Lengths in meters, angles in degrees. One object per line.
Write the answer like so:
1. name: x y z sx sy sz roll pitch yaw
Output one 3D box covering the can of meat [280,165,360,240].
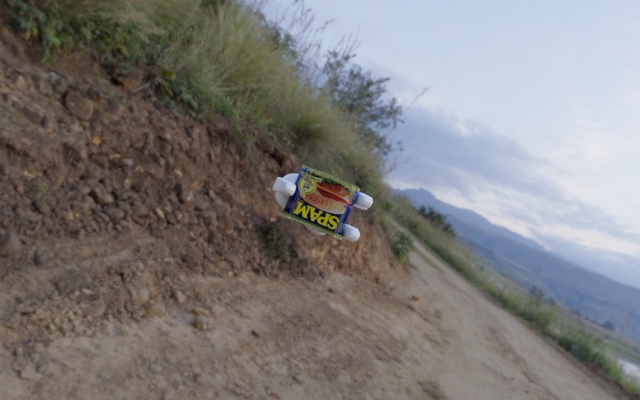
1. can of meat: 0.000 0.002 0.736 0.102 0.084 0.057 23 -2 -4
